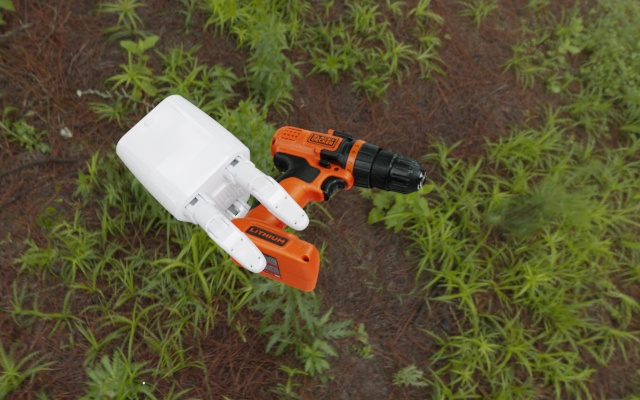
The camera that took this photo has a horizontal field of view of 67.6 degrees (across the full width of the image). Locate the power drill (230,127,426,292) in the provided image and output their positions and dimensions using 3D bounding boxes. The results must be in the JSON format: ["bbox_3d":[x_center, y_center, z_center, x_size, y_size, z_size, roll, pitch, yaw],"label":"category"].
[{"bbox_3d":[0.000,0.002,0.505,0.184,0.057,0.187,15,50,22],"label":"power drill"}]
